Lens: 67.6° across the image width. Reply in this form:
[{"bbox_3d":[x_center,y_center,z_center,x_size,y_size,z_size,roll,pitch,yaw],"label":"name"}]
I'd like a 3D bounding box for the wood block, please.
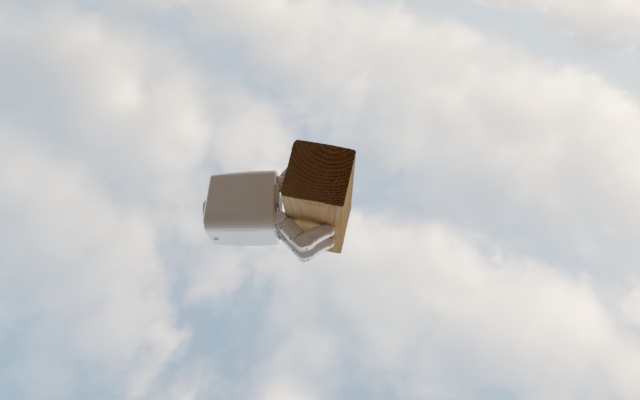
[{"bbox_3d":[0.000,0.002,0.739,0.090,0.090,0.206,10,-23,6],"label":"wood block"}]
